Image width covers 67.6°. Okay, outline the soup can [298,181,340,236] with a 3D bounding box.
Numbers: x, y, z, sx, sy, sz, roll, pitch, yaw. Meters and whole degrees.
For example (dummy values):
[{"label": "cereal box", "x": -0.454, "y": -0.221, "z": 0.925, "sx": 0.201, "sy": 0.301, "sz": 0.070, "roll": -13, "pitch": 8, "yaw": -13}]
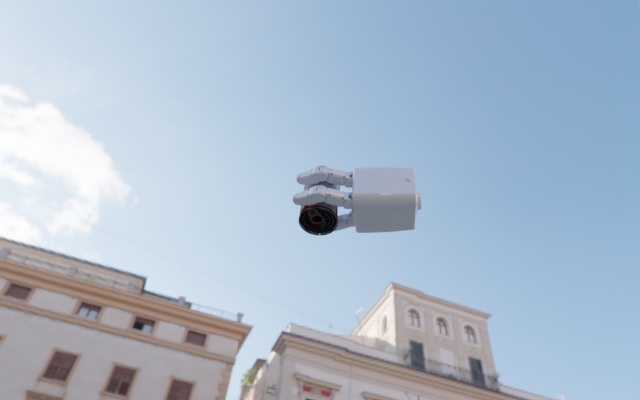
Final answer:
[{"label": "soup can", "x": 0.000, "y": 0.003, "z": 0.852, "sx": 0.068, "sy": 0.069, "sz": 0.102, "roll": 0, "pitch": 43, "yaw": 7}]
